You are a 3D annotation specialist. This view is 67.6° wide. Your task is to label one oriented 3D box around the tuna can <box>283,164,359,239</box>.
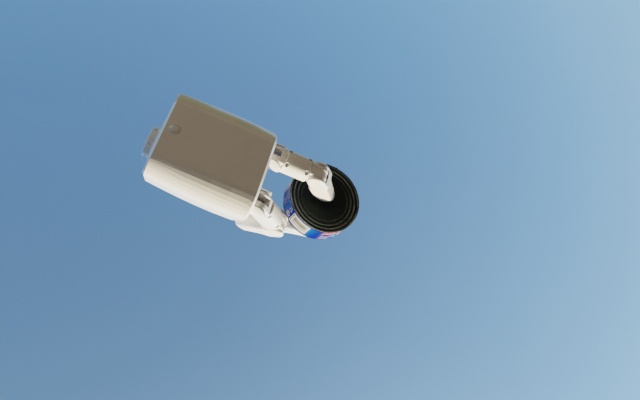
[{"bbox_3d":[0.000,0.002,0.563,0.086,0.086,0.034,0,-21,-24],"label":"tuna can"}]
